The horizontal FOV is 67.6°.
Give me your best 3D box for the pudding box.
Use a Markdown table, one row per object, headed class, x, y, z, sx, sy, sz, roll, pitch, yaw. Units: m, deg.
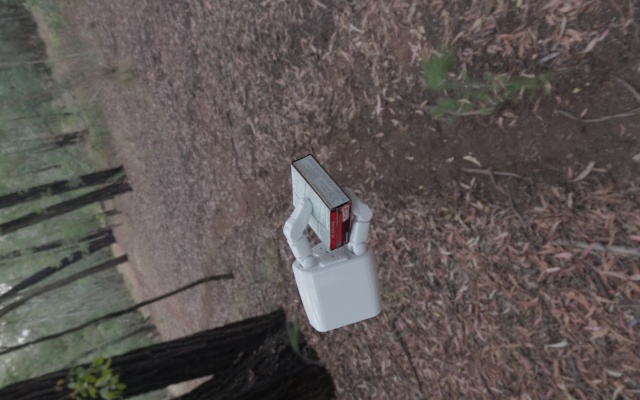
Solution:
| class | x | y | z | sx | sy | sz | roll | pitch | yaw |
| --- | --- | --- | --- | --- | --- | --- | --- | --- | --- |
| pudding box | 0.000 | 0.002 | 0.677 | 0.039 | 0.090 | 0.113 | -25 | 52 | -22 |
